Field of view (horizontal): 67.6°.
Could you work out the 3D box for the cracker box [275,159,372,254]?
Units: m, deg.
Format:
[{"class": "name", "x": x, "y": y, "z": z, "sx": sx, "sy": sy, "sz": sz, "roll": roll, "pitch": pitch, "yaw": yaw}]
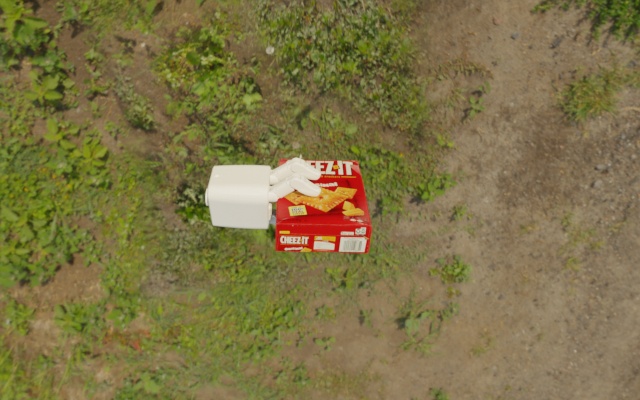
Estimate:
[{"class": "cracker box", "x": 0.000, "y": 0.003, "z": 0.887, "sx": 0.164, "sy": 0.072, "sz": 0.213, "roll": 2, "pitch": 36, "yaw": -4}]
